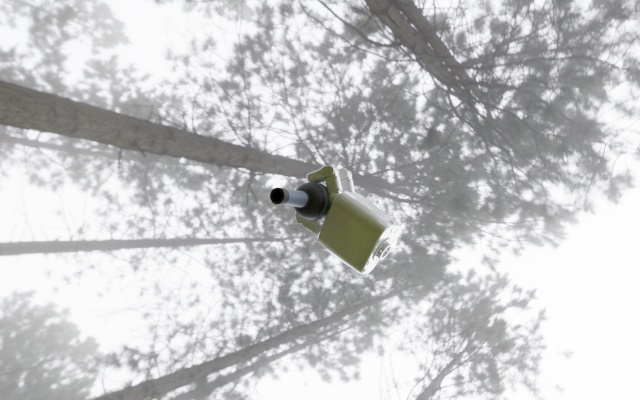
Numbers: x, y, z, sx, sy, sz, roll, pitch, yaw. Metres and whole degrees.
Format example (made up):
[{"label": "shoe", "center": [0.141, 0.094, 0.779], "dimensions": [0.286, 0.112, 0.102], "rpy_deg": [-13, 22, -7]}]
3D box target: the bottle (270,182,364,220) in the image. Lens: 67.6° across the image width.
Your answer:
[{"label": "bottle", "center": [0.000, 0.003, 0.877], "dimensions": [0.069, 0.069, 0.296], "rpy_deg": [0, -4, 28]}]
